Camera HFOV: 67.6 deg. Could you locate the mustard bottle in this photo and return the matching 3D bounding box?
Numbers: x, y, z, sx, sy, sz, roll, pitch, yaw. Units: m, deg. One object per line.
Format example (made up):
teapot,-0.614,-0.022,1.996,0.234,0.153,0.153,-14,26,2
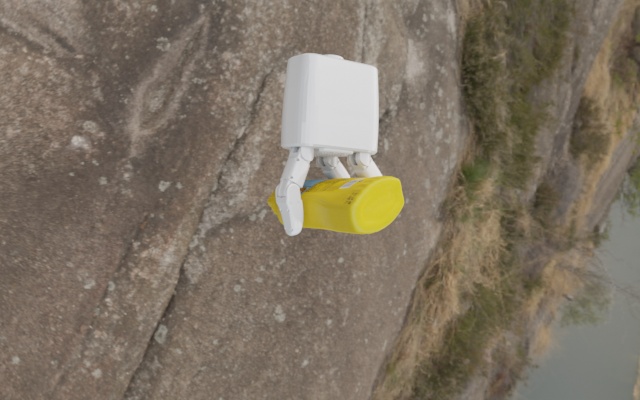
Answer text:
mustard bottle,0.000,0.002,0.593,0.191,0.058,0.096,2,24,45
